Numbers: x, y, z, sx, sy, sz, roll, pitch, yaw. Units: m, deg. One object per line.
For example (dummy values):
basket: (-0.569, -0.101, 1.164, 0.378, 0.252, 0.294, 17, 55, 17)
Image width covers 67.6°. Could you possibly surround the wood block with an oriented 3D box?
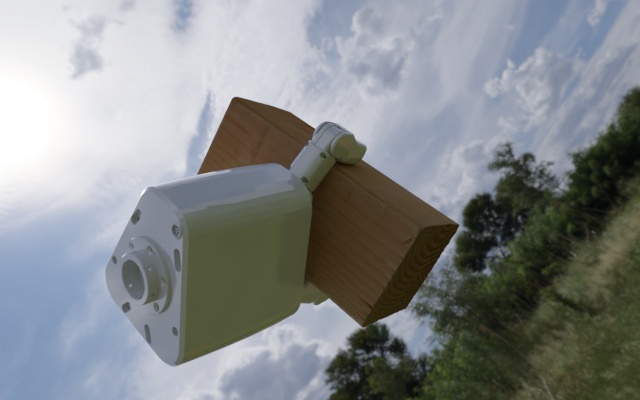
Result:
wood block: (0.000, 0.001, 0.415, 0.206, 0.091, 0.090, 37, 18, 27)
